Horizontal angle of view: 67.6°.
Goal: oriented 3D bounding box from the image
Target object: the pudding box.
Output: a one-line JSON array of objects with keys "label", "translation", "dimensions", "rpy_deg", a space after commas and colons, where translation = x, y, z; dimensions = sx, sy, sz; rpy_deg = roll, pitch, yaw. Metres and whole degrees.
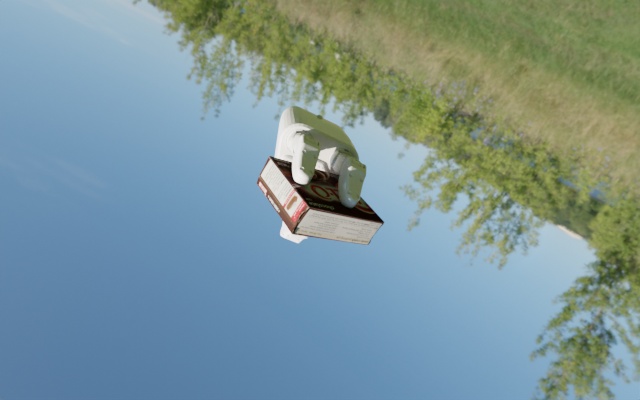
[{"label": "pudding box", "translation": [0.000, 0.002, 0.504], "dimensions": [0.113, 0.039, 0.090], "rpy_deg": [10, 29, -42]}]
